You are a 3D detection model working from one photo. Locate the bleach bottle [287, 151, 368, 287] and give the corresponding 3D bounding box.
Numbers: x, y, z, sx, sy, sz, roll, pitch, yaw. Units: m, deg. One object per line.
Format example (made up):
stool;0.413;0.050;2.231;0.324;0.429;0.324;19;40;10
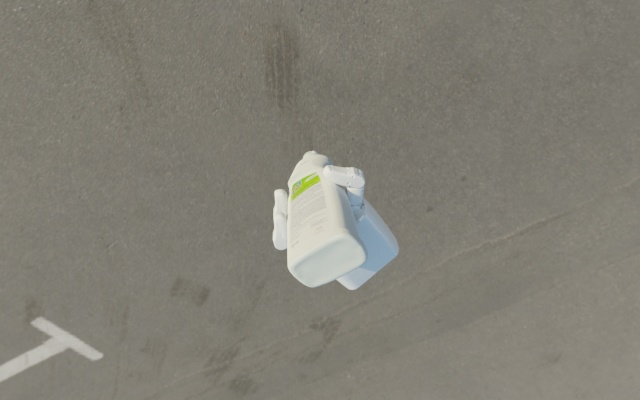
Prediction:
bleach bottle;0.000;0.002;0.689;0.102;0.068;0.250;-31;34;18
